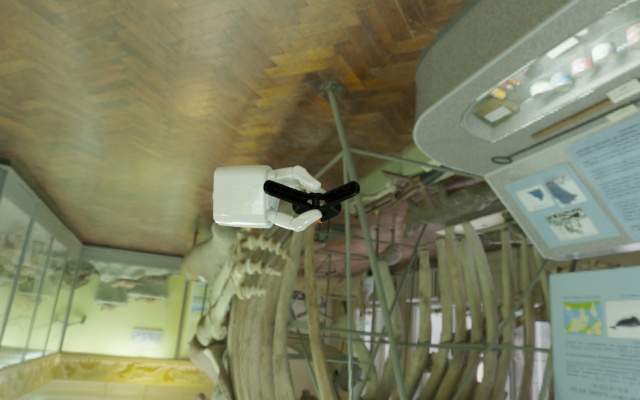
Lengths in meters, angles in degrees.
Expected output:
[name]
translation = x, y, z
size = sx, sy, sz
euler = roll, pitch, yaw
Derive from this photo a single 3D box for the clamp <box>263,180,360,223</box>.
[clamp]
translation = 0.000, 0.004, 0.888
size = 0.164, 0.036, 0.210
euler = 0, -17, 12
